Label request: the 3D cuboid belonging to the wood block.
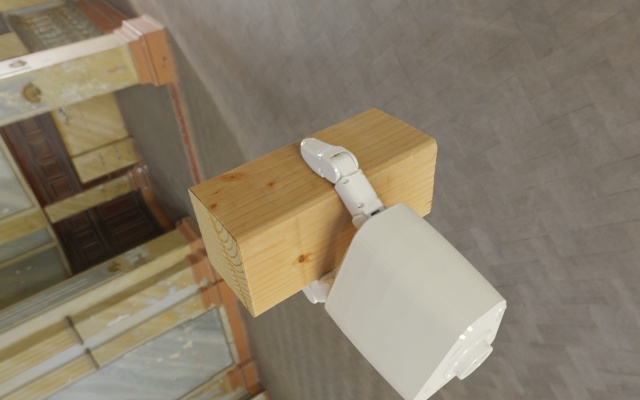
[{"bbox_3d":[0.000,0.001,0.441,0.206,0.091,0.090,-27,44,-25],"label":"wood block"}]
